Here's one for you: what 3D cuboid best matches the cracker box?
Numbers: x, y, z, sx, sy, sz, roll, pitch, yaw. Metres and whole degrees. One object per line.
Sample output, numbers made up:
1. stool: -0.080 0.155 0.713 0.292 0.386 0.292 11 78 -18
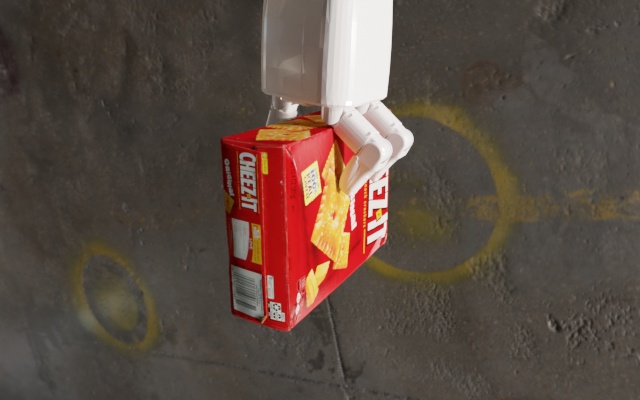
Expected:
1. cracker box: 0.000 0.002 0.470 0.072 0.164 0.213 11 22 28
